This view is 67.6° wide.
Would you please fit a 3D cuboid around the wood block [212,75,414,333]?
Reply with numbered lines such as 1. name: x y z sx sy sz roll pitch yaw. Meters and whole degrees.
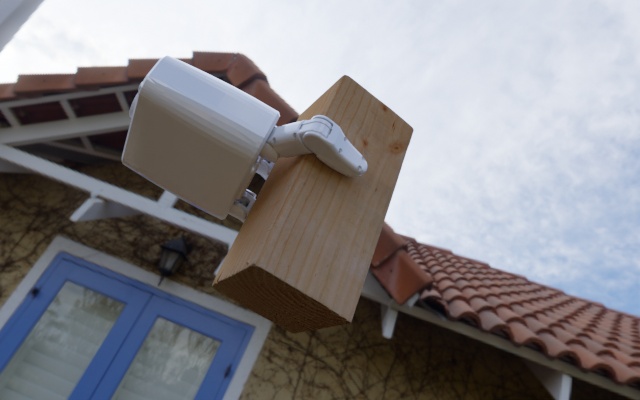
1. wood block: 0.000 0.001 0.427 0.090 0.206 0.091 35 -34 -18
